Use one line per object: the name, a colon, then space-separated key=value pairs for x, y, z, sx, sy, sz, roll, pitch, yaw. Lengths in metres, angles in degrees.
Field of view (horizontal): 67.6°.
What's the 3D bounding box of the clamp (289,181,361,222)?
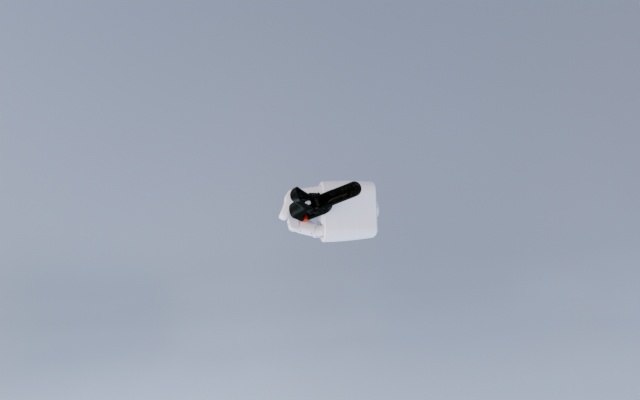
clamp: x=0.000 y=0.003 z=0.835 sx=0.120 sy=0.039 sz=0.171 roll=-3 pitch=-12 yaw=-9
